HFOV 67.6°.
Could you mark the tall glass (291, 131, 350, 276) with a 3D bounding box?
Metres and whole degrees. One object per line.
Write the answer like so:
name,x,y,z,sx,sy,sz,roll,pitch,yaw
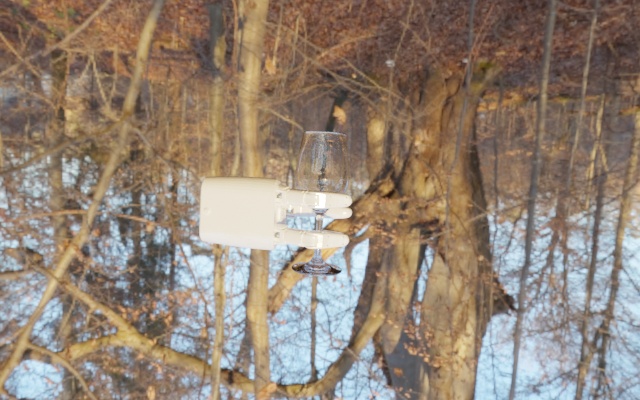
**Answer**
tall glass,0.000,0.003,0.689,0.079,0.201,0.079,4,6,0
